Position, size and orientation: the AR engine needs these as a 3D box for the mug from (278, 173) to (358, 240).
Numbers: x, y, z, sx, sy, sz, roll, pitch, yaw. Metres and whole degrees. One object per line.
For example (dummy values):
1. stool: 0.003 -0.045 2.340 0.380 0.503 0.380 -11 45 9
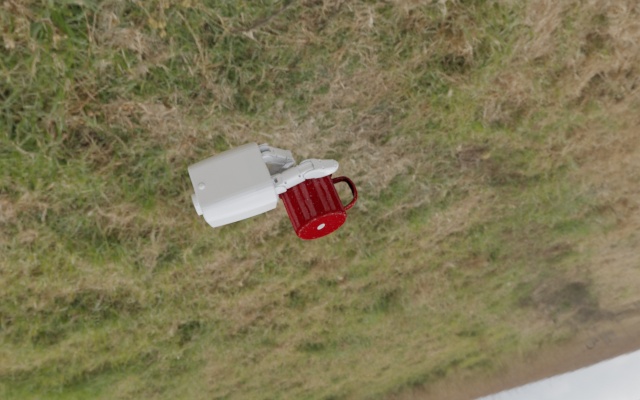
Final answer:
1. mug: 0.002 0.002 0.725 0.117 0.081 0.093 -20 -25 -8
